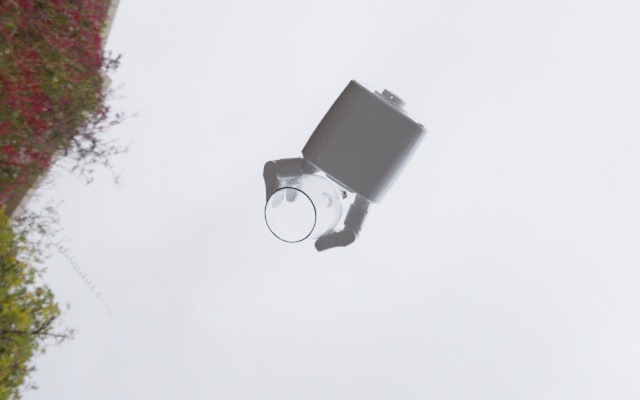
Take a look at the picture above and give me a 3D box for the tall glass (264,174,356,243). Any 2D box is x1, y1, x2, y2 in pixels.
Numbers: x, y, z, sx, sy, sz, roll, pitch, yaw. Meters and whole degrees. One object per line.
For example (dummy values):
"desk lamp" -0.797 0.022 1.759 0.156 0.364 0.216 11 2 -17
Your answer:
"tall glass" 0.000 0.002 0.606 0.079 0.079 0.201 0 8 20
